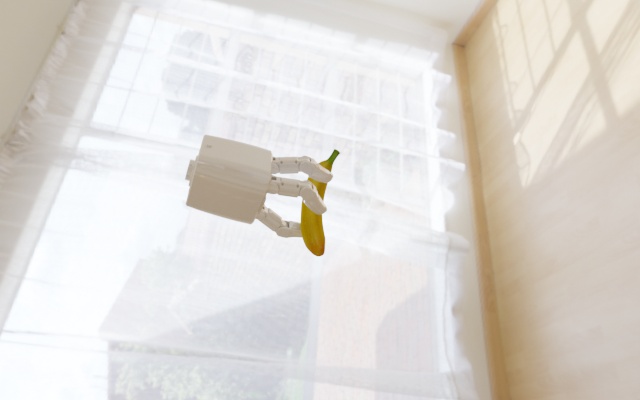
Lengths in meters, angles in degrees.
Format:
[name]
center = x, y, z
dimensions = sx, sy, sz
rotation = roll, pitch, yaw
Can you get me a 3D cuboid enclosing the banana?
[banana]
center = -0.007, 0.008, 0.764
dimensions = 0.037, 0.197, 0.070
rotation = 19, -33, -17
